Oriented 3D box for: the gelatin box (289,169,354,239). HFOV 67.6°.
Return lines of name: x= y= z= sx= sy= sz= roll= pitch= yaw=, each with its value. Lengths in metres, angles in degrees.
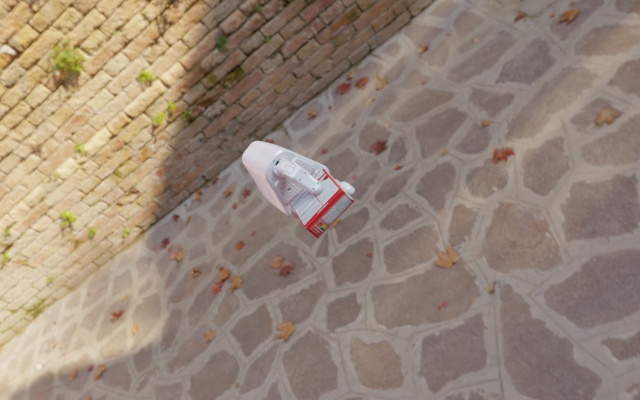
gelatin box: x=0.000 y=0.002 z=0.678 sx=0.030 sy=0.073 sz=0.089 roll=42 pitch=5 yaw=-30
